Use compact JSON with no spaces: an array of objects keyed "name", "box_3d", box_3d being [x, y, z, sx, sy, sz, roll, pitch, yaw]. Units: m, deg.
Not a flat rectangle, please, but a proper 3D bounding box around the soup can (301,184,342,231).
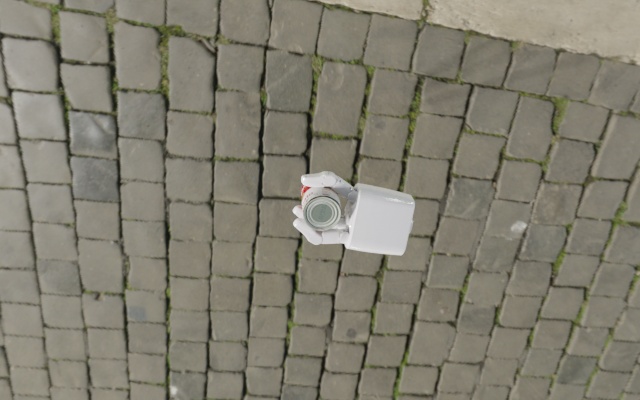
[{"name":"soup can","box_3d":[0.000,0.003,0.852,0.068,0.068,0.102,0,24,-4]}]
